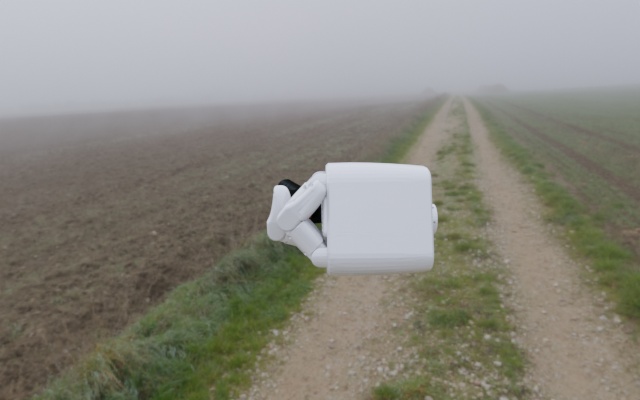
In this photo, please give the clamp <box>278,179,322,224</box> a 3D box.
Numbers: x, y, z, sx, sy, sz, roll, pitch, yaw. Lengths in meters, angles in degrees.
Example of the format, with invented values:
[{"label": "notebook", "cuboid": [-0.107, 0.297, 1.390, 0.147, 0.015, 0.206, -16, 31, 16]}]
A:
[{"label": "clamp", "cuboid": [0.000, 0.001, 0.604, 0.120, 0.039, 0.171, 2, 13, -1]}]
